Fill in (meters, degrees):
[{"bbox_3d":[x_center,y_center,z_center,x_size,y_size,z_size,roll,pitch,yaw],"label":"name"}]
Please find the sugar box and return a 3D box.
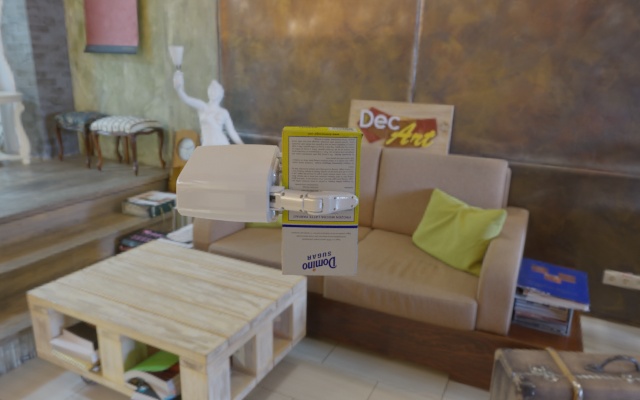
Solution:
[{"bbox_3d":[0.000,0.002,0.576,0.093,0.176,0.048,2,16,-1],"label":"sugar box"}]
